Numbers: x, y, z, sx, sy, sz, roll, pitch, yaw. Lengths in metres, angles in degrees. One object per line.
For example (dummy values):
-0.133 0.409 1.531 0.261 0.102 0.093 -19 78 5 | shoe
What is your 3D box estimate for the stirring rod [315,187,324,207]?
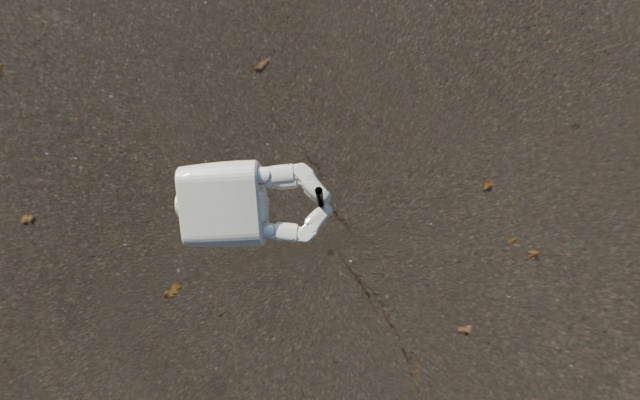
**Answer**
0.000 0.002 0.599 0.011 0.011 0.239 0 -6 1 | stirring rod
